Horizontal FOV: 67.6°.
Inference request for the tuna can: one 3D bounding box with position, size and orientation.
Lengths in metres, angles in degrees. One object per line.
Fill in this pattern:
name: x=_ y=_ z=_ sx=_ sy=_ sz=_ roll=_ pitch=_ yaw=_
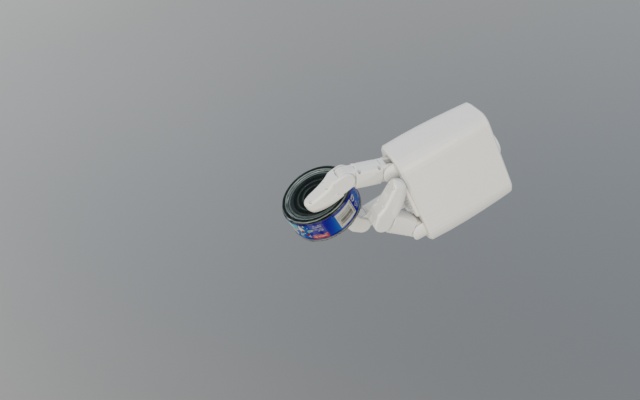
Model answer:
tuna can: x=0.000 y=0.001 z=0.538 sx=0.086 sy=0.086 sz=0.034 roll=0 pitch=-38 yaw=31
